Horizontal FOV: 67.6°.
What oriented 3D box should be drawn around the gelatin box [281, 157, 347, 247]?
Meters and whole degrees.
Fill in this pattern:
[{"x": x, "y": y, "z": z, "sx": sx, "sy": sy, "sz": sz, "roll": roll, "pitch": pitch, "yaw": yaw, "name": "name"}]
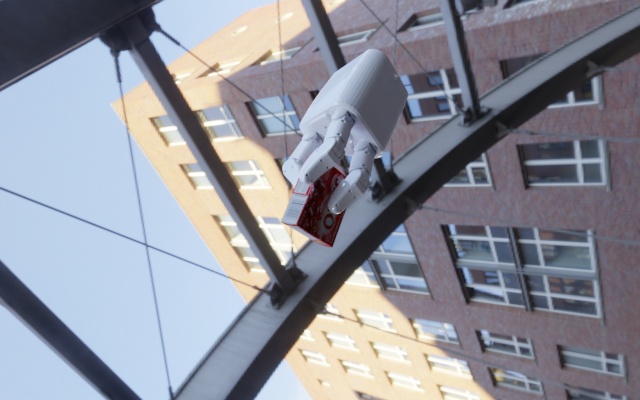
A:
[{"x": 0.000, "y": 0.002, "z": 0.575, "sx": 0.030, "sy": 0.089, "sz": 0.073, "roll": 9, "pitch": -19, "yaw": 42, "name": "gelatin box"}]
